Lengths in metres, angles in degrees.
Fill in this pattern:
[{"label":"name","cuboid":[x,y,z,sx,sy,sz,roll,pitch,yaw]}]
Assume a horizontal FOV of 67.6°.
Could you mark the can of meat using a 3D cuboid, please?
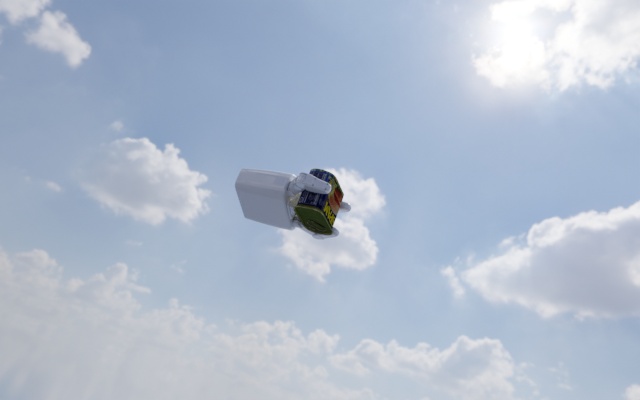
[{"label":"can of meat","cuboid":[0.000,0.003,0.872,0.057,0.084,0.102,9,-27,22]}]
